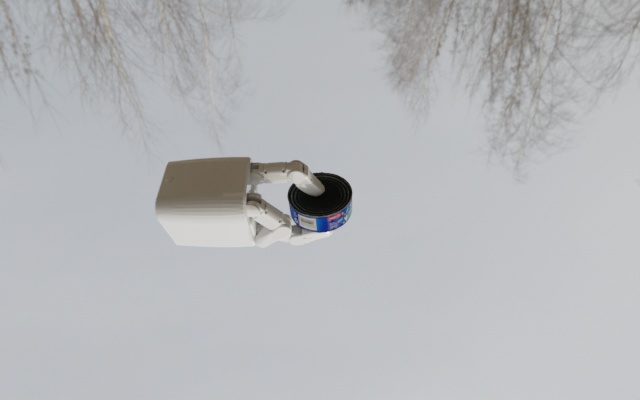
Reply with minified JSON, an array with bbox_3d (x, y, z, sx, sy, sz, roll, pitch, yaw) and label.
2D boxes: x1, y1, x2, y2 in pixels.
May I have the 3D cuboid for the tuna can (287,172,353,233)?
[{"bbox_3d":[0.000,0.003,0.637,0.086,0.034,0.086,-3,43,2],"label":"tuna can"}]
